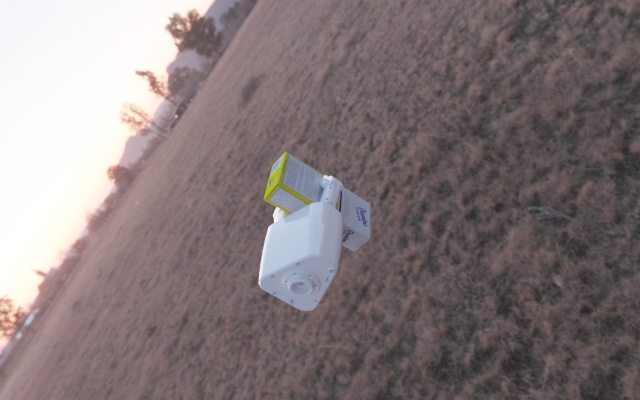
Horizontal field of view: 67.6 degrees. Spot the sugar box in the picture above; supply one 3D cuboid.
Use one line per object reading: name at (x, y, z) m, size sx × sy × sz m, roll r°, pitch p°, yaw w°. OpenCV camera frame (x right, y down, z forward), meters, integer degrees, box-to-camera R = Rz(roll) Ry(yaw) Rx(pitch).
sugar box at (0.000, 0.003, 0.764) m, size 0.176 × 0.093 × 0.048 m, roll 34°, pitch -55°, yaw -20°
